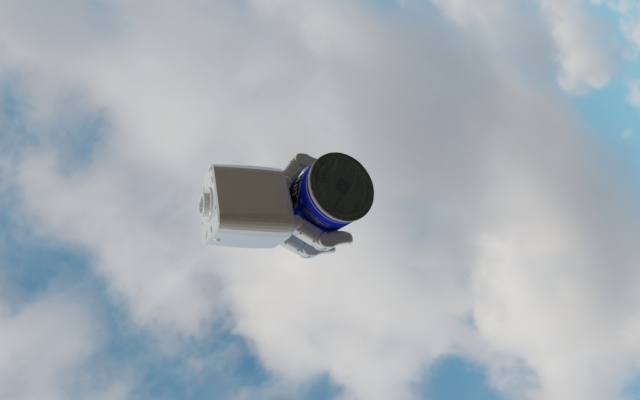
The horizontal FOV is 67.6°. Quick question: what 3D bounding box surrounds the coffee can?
[{"bbox_3d":[0.000,0.002,0.716,0.103,0.102,0.140,0,-19,-28],"label":"coffee can"}]
